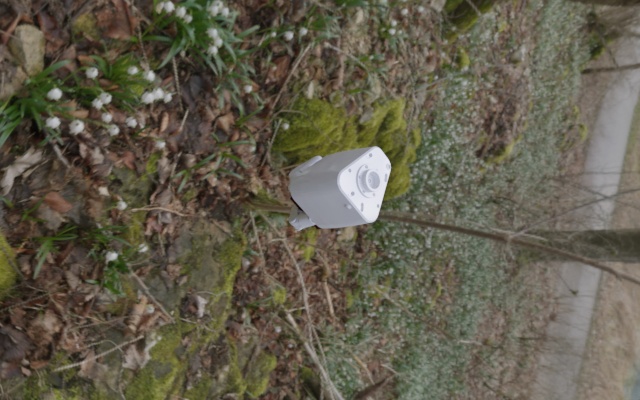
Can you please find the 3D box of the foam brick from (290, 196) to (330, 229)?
[{"bbox_3d":[0.000,0.003,0.783,0.051,0.053,0.078,-7,-49,49],"label":"foam brick"}]
